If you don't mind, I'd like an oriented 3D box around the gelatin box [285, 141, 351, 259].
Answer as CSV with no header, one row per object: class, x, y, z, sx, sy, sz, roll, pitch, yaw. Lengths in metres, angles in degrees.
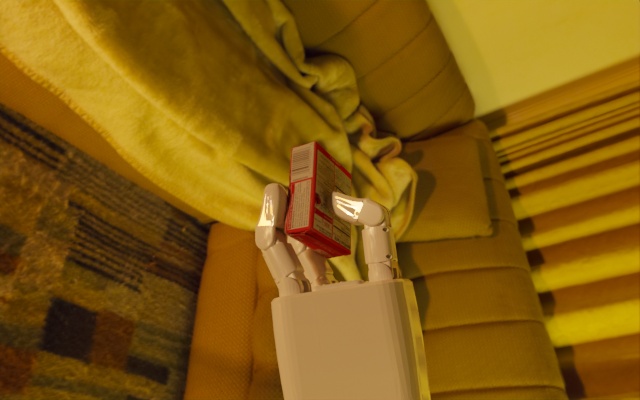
gelatin box,0.000,0.001,0.446,0.030,0.089,0.073,-11,-27,28
